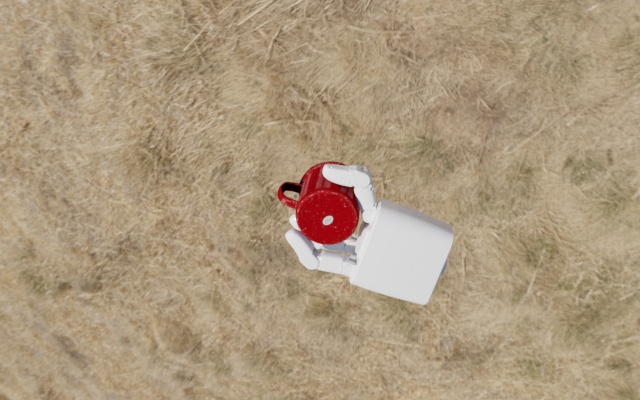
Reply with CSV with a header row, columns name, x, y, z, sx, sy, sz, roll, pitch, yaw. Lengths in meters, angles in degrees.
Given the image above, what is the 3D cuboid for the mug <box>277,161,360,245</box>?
name,x,y,z,sx,sy,sz,roll,pitch,yaw
mug,-0.001,0.002,0.632,0.117,0.093,0.081,17,26,-3
